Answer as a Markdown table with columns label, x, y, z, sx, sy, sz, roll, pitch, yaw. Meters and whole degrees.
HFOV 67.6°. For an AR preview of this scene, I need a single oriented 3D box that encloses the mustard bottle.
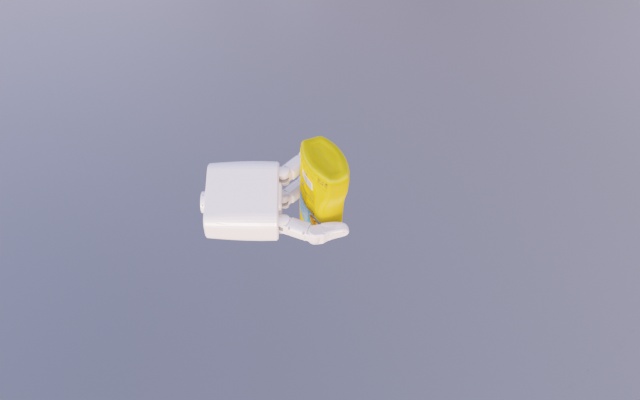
| label | x | y | z | sx | sy | sz | roll | pitch | yaw |
| --- | --- | --- | --- | --- | --- | --- | --- | --- | --- |
| mustard bottle | 0.000 | 0.002 | 0.727 | 0.058 | 0.096 | 0.192 | -19 | -37 | -20 |
